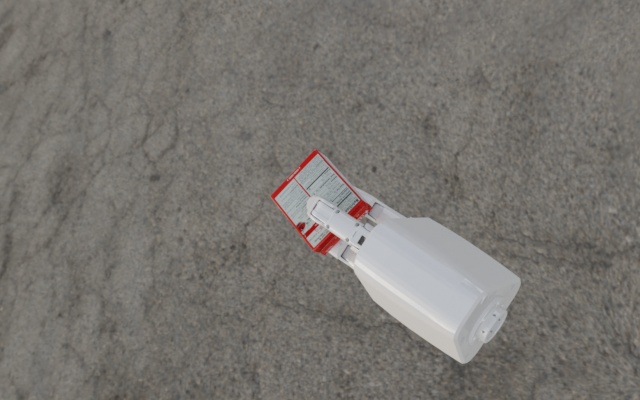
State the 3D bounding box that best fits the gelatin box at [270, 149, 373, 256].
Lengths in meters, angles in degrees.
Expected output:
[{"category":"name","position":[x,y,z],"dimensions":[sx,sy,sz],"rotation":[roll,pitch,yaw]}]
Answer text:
[{"category":"gelatin box","position":[0.000,0.001,0.506],"dimensions":[0.089,0.073,0.030],"rotation":[49,11,29]}]
